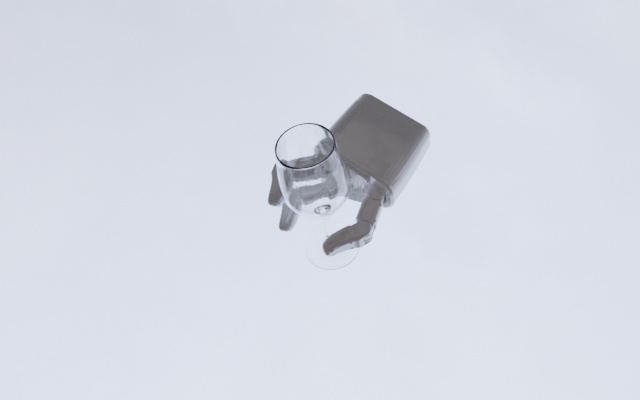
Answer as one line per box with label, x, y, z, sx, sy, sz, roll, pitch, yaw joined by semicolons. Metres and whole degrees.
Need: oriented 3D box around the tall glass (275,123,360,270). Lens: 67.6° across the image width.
tall glass;0.000;0.002;0.554;0.079;0.079;0.201;0;-35;11
